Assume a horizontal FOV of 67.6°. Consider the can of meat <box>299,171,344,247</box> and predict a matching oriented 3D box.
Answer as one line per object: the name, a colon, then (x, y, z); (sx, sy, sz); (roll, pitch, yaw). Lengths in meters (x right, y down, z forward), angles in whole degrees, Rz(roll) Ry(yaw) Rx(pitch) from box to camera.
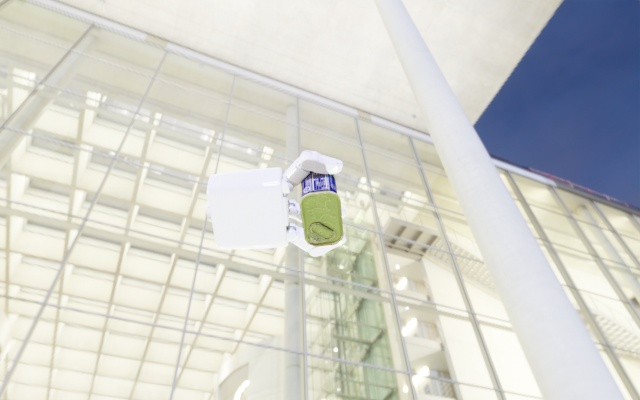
can of meat: (0.000, 0.002, 0.702); (0.057, 0.102, 0.083); (-6, 40, 1)
